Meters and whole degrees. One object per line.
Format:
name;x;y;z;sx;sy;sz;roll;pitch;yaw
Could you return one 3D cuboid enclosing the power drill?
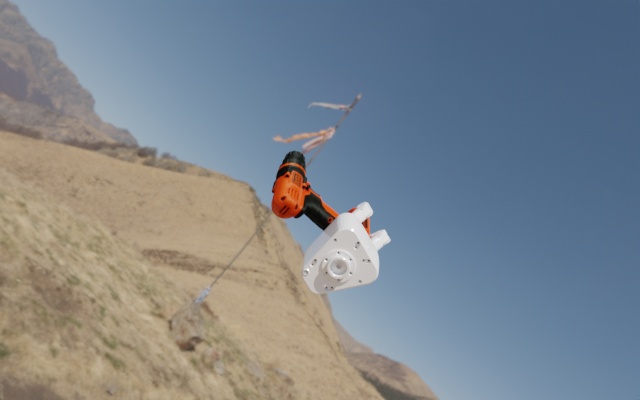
power drill;0.001;0.003;0.851;0.188;0.057;0.184;33;31;-16
